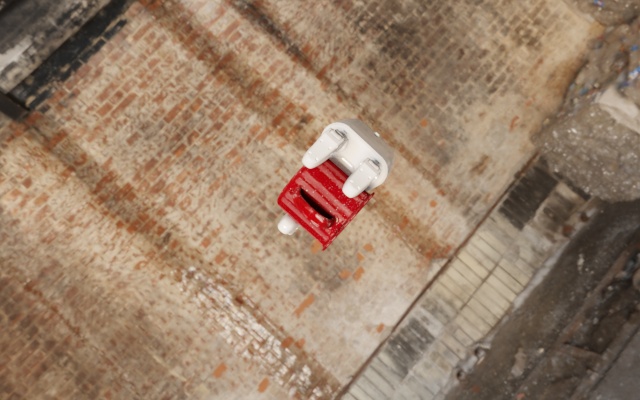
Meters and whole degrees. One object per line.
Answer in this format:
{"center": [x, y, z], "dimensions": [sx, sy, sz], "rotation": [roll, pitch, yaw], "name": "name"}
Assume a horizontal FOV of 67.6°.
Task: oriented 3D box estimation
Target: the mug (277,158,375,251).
{"center": [-0.001, 0.002, 0.552], "dimensions": [0.081, 0.093, 0.117], "rotation": [42, 21, 3], "name": "mug"}
